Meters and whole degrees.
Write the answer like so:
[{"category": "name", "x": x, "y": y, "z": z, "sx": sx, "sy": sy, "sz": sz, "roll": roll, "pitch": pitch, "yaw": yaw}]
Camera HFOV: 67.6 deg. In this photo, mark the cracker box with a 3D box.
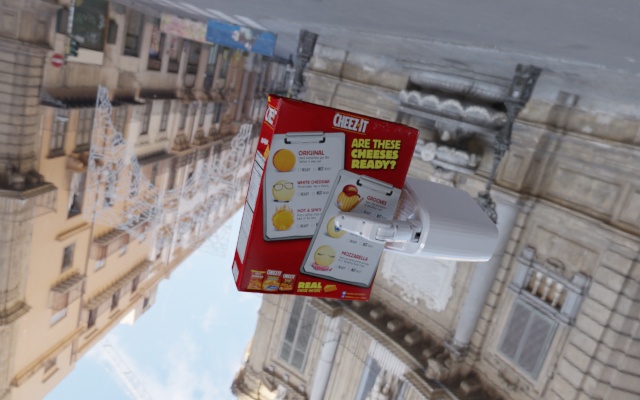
[{"category": "cracker box", "x": 0.000, "y": 0.002, "z": 0.546, "sx": 0.164, "sy": 0.214, "sz": 0.072, "roll": 9, "pitch": 15, "yaw": -22}]
